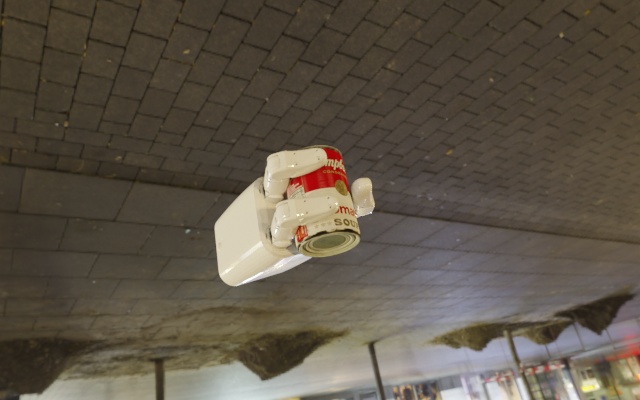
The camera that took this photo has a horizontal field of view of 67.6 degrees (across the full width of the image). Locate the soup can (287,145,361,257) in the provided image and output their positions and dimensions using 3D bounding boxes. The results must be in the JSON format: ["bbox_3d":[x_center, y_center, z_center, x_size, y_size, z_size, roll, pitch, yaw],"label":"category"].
[{"bbox_3d":[0.001,0.002,0.512,0.068,0.102,0.068,-9,-26,-5],"label":"soup can"}]
